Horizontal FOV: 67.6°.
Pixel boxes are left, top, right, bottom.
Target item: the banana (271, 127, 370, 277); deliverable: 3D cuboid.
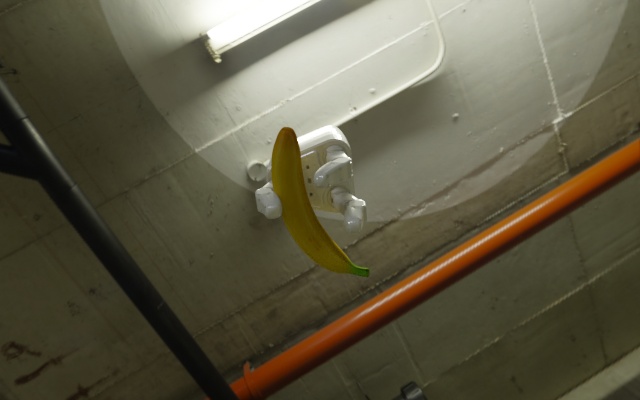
[{"bbox_3d":[-0.014,0.012,0.555,0.069,0.198,0.037,-24,16,21],"label":"banana"}]
